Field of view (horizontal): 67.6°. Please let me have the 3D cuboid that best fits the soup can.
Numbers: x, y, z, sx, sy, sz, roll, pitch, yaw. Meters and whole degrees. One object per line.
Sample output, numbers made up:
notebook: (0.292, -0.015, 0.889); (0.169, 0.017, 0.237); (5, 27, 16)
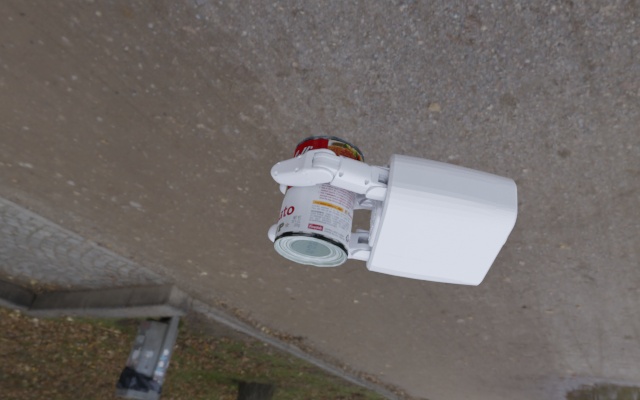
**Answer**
soup can: (0.000, 0.002, 0.436); (0.068, 0.102, 0.068); (9, -28, 5)
